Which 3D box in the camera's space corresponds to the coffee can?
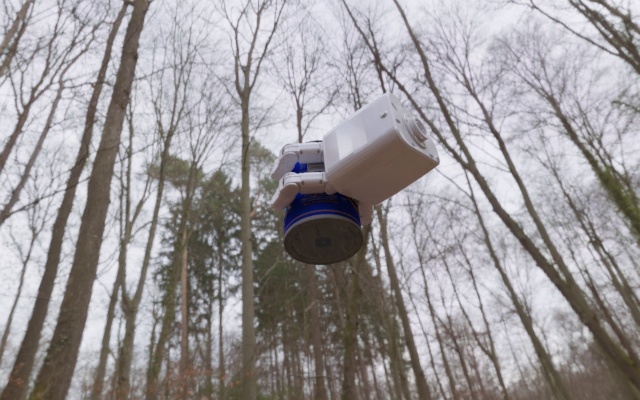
[{"bbox_3d":[0.000,0.002,0.654,0.103,0.140,0.103,-3,-41,-2],"label":"coffee can"}]
